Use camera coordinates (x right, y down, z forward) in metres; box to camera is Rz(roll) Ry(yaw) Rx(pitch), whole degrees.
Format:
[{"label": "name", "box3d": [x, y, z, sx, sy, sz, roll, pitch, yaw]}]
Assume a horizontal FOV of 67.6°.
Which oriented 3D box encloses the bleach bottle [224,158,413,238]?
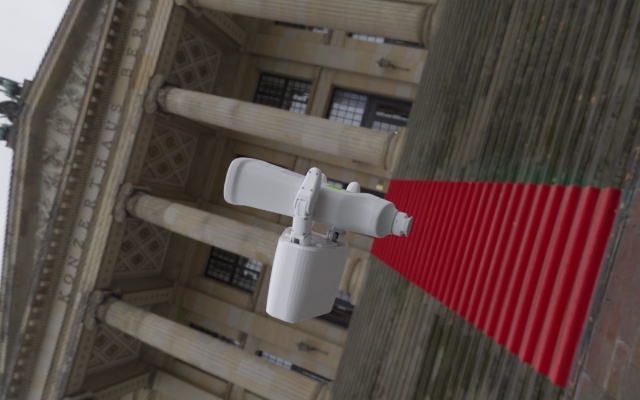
[{"label": "bleach bottle", "box3d": [0.000, 0.002, 0.660, 0.251, 0.068, 0.102, 16, 8, 19]}]
